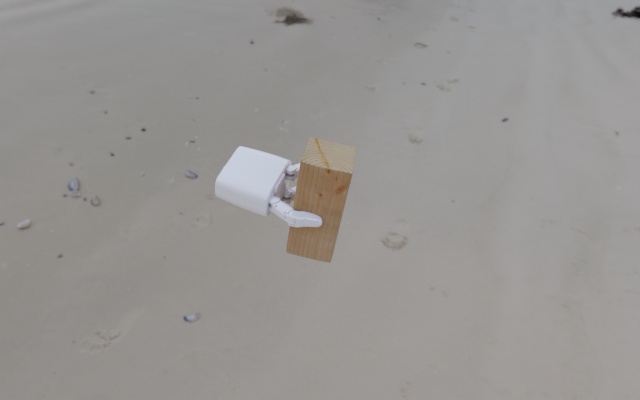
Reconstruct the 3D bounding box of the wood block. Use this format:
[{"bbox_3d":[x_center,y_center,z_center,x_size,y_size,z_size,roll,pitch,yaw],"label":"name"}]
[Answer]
[{"bbox_3d":[0.000,0.003,0.876,0.090,0.206,0.090,13,37,2],"label":"wood block"}]
